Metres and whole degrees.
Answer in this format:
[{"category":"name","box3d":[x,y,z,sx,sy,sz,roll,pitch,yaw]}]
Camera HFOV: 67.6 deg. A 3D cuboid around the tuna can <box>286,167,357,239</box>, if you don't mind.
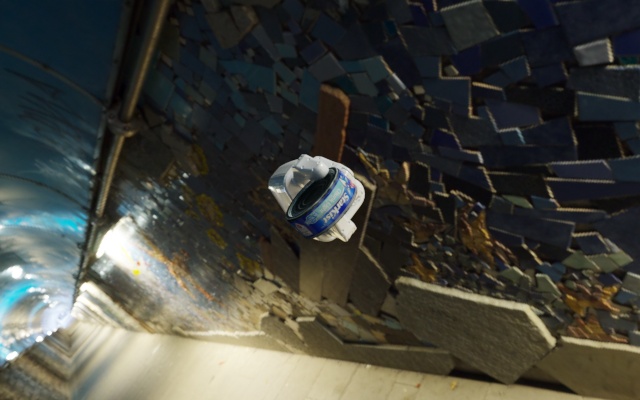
[{"category":"tuna can","box3d":[0.000,0.001,0.552,0.034,0.086,0.086,44,-17,-18]}]
